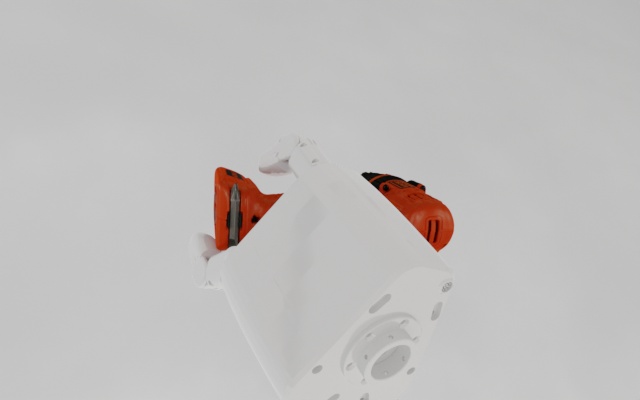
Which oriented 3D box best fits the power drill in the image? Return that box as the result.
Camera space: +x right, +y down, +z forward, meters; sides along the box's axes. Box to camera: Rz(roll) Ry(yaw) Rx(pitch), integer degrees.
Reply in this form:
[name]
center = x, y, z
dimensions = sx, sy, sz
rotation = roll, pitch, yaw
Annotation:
[power drill]
center = 0.000, 0.002, 0.428
dimensions = 0.187, 0.057, 0.184
rotation = 0, 10, -12
